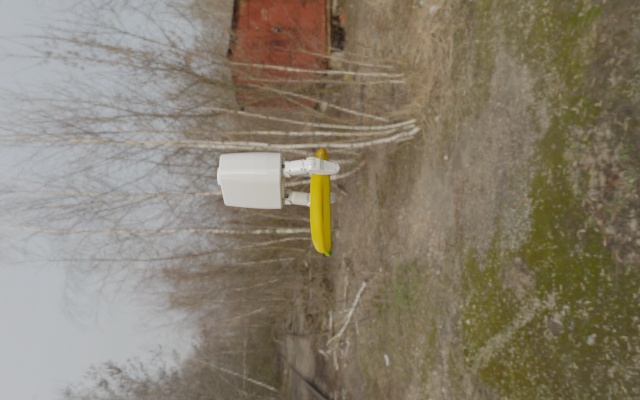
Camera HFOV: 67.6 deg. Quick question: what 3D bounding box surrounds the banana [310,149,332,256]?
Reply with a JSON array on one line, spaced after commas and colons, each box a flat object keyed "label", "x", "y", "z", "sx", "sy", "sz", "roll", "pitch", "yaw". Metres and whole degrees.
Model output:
[{"label": "banana", "x": 0.000, "y": 0.008, "z": 0.841, "sx": 0.037, "sy": 0.198, "sz": 0.069, "roll": -1, "pitch": 7, "yaw": 0}]
